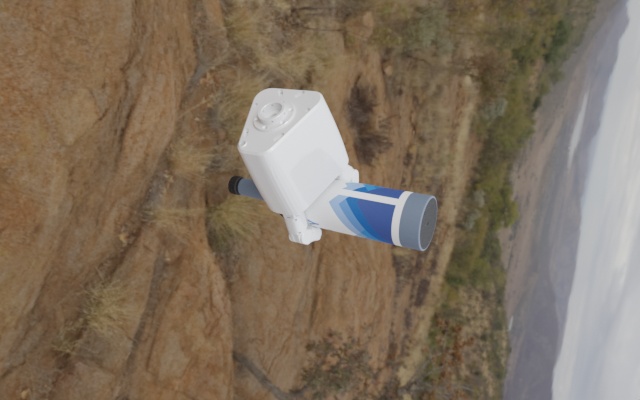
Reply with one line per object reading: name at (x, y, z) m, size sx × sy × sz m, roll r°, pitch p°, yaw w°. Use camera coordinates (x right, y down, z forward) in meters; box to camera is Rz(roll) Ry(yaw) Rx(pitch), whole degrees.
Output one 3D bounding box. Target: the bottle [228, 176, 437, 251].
bottle at (0.000, 0.002, 0.631) m, size 0.295 × 0.069 × 0.069 m, roll 11°, pitch 5°, yaw 28°
